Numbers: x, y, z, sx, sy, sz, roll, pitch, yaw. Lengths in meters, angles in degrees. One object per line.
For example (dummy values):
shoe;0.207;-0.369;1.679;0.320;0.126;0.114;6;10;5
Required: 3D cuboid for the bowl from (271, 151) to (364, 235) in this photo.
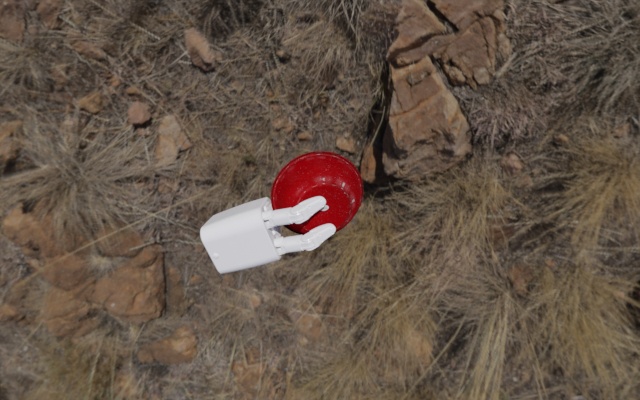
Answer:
bowl;0.001;0.002;0.792;0.162;0.162;0.055;0;27;-12
